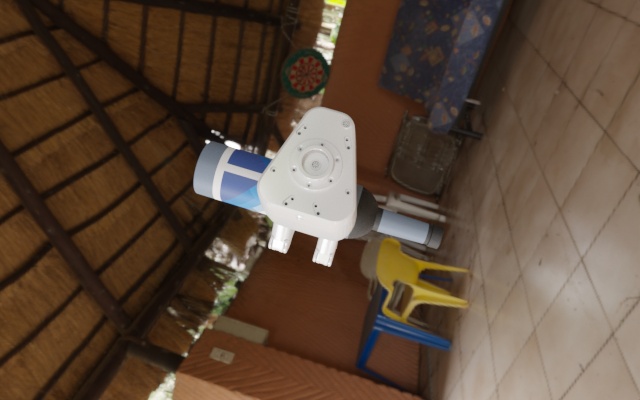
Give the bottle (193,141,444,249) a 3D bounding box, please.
[{"bbox_3d":[0.000,0.002,0.571,0.296,0.069,0.069,17,1,4],"label":"bottle"}]
